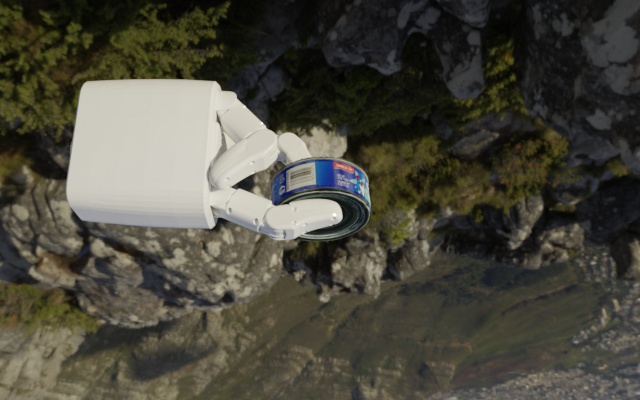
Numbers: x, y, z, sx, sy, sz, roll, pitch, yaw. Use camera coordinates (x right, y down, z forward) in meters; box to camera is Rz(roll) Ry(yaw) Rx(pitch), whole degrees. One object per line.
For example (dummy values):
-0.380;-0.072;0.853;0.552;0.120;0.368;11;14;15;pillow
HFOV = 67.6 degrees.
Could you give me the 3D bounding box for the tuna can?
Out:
0.000;0.002;0.409;0.086;0.033;0.086;-2;-33;-1;tuna can
